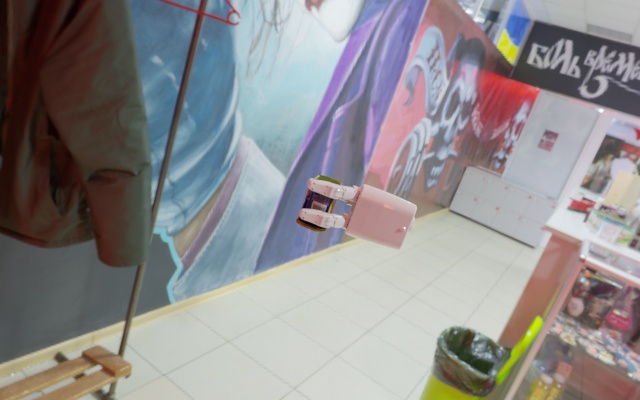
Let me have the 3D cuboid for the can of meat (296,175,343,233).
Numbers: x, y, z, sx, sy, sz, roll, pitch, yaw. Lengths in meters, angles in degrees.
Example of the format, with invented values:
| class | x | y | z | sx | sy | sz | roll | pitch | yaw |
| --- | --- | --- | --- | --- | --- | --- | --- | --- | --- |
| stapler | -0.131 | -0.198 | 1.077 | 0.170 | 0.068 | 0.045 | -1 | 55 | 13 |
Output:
| class | x | y | z | sx | sy | sz | roll | pitch | yaw |
| --- | --- | --- | --- | --- | --- | --- | --- | --- | --- |
| can of meat | 0.000 | 0.003 | 0.897 | 0.057 | 0.084 | 0.102 | 21 | 15 | 5 |
